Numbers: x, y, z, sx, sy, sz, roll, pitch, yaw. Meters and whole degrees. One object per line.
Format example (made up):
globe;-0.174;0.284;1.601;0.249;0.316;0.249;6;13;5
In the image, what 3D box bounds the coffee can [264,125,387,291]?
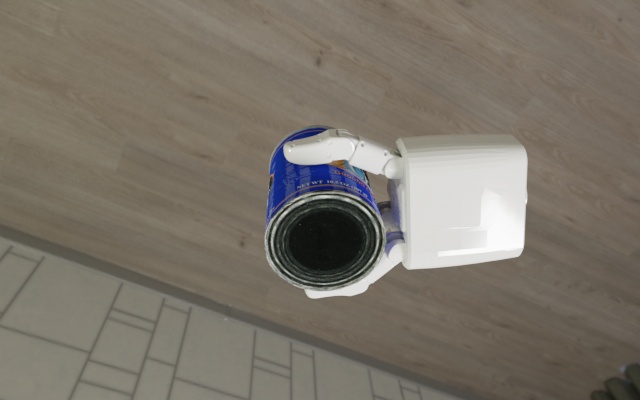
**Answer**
coffee can;0.000;0.001;0.456;0.103;0.103;0.140;0;30;-4
